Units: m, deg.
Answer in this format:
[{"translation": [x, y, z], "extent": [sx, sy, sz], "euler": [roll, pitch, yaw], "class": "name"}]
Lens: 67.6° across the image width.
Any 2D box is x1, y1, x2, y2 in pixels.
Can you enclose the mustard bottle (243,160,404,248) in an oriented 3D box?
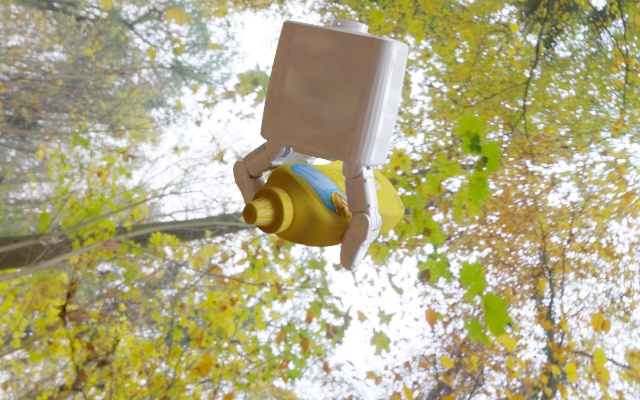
[{"translation": [0.000, 0.002, 0.469], "extent": [0.096, 0.058, 0.191], "euler": [47, 31, 24], "class": "mustard bottle"}]
